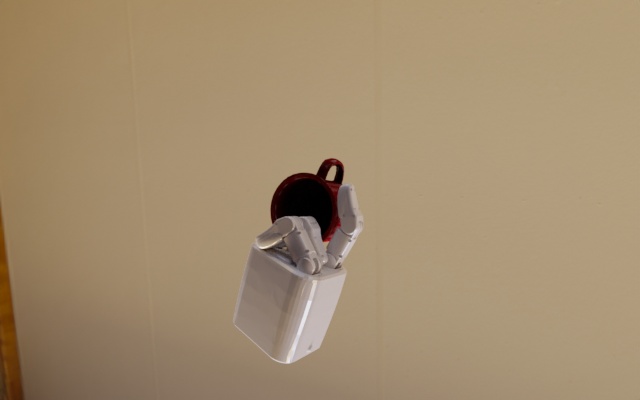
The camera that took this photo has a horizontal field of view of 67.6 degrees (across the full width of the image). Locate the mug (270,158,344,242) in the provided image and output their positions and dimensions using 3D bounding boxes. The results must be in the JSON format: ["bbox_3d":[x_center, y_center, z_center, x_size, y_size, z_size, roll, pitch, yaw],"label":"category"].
[{"bbox_3d":[0.001,0.001,0.611,0.093,0.117,0.081,22,9,27],"label":"mug"}]
